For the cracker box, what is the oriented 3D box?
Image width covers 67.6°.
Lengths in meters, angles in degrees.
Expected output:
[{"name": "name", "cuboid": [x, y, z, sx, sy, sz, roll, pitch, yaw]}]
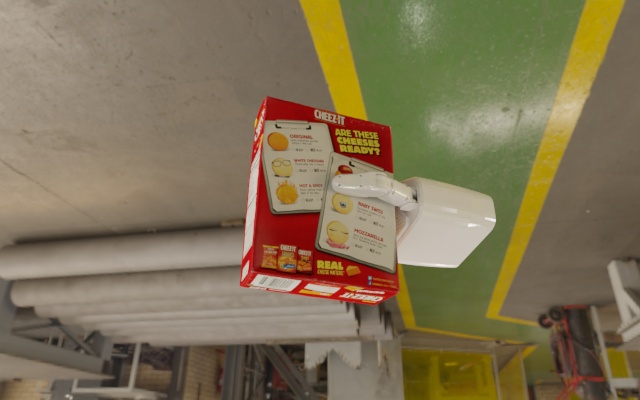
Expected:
[{"name": "cracker box", "cuboid": [0.000, 0.002, 0.549, 0.164, 0.213, 0.072, 11, -29, -19]}]
